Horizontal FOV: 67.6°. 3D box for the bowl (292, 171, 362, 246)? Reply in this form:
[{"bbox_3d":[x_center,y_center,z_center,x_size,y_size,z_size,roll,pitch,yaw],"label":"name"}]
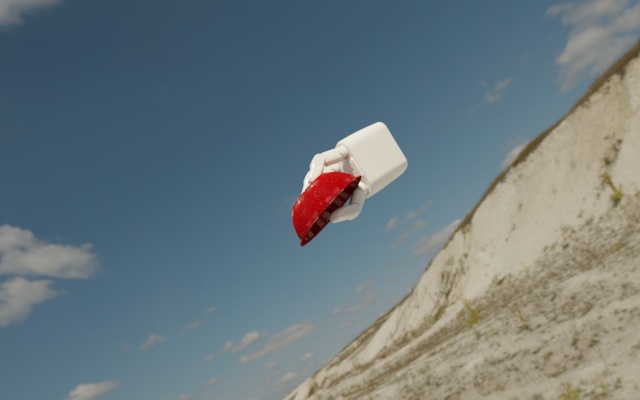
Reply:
[{"bbox_3d":[-0.001,0.003,0.837,0.055,0.162,0.162,40,7,8],"label":"bowl"}]
